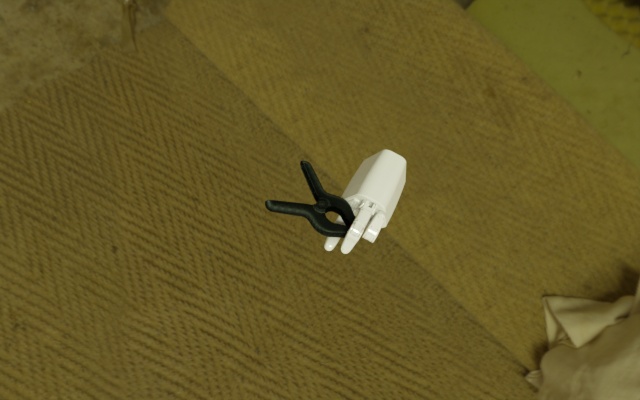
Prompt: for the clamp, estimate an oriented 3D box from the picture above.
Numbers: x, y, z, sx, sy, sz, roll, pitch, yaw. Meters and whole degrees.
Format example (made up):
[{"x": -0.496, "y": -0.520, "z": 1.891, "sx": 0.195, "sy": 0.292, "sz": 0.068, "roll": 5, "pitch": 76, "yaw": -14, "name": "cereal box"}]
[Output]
[{"x": 0.000, "y": 0.003, "z": 0.860, "sx": 0.171, "sy": 0.120, "sz": 0.039, "roll": 28, "pitch": -20, "yaw": 2, "name": "clamp"}]
